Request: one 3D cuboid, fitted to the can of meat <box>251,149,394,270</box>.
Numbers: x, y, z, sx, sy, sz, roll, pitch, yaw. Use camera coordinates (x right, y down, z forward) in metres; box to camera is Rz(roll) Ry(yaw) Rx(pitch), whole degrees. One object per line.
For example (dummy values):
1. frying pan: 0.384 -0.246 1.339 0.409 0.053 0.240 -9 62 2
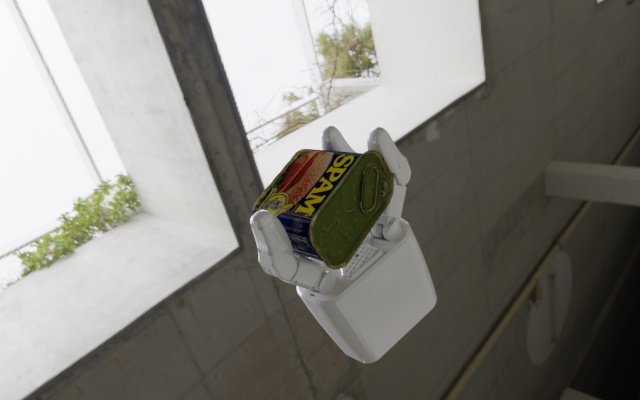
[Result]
1. can of meat: 0.000 0.001 0.413 0.084 0.102 0.057 11 -36 44
